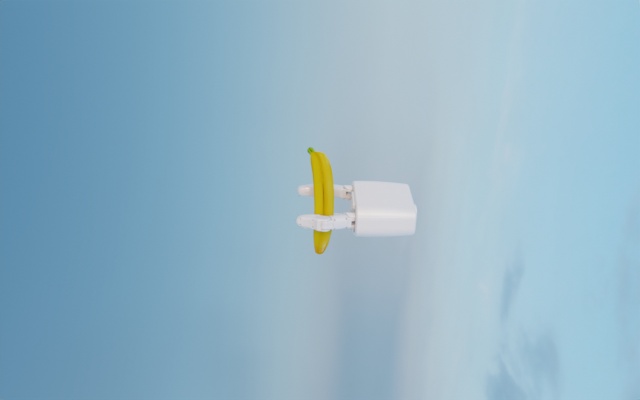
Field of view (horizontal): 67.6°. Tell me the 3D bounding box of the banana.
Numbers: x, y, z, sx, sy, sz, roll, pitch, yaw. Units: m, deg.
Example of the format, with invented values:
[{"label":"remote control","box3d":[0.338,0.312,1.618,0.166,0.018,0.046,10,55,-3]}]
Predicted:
[{"label":"banana","box3d":[0.003,-0.002,0.849,0.037,0.198,0.069,-2,-3,-10]}]
